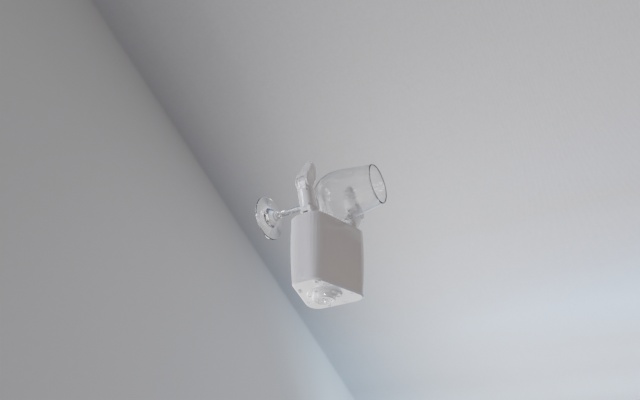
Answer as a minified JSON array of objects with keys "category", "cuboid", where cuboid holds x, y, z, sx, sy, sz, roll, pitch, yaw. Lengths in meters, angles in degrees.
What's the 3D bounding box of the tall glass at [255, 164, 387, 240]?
[{"category":"tall glass","cuboid":[-0.001,0.002,0.751,0.201,0.079,0.079,-18,-8,25]}]
